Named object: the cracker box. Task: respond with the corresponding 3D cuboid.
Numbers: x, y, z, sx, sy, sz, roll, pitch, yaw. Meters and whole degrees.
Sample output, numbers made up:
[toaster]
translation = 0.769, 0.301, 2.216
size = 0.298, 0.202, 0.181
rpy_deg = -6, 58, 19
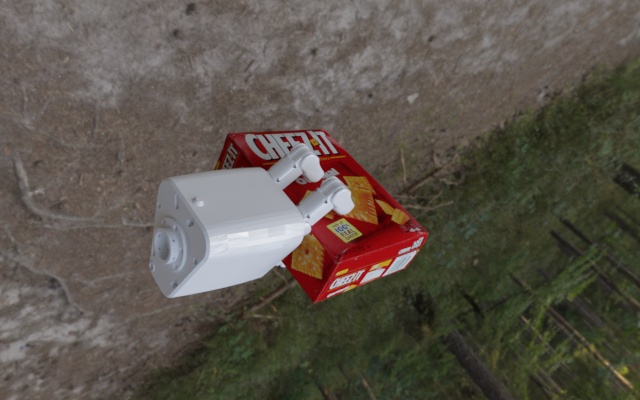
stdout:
[cracker box]
translation = 0.000, 0.002, 0.567
size = 0.164, 0.072, 0.213
rpy_deg = -10, 49, -44
